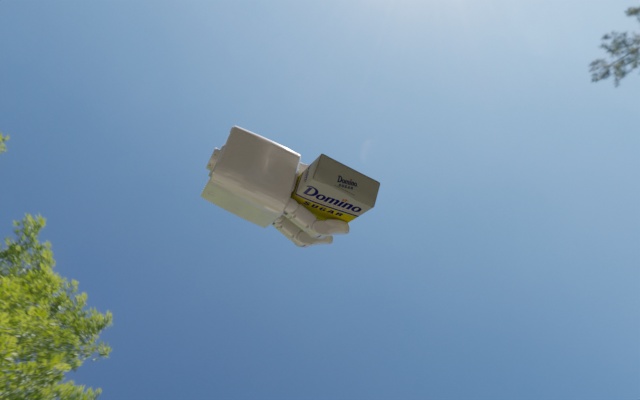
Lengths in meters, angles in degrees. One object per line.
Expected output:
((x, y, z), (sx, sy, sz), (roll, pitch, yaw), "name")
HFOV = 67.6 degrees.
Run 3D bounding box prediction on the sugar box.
((0.000, 0.003, 0.683), (0.093, 0.048, 0.176), (25, -25, -14), "sugar box")
